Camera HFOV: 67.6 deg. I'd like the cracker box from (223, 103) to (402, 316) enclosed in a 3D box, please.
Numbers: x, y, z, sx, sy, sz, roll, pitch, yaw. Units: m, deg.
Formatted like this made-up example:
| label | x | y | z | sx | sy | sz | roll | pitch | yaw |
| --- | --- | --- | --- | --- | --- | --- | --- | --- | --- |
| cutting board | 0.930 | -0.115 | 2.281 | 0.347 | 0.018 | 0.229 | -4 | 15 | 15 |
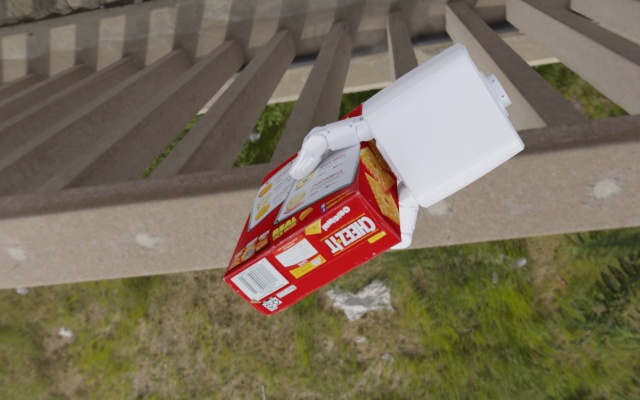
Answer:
| label | x | y | z | sx | sy | sz | roll | pitch | yaw |
| --- | --- | --- | --- | --- | --- | --- | --- | --- | --- |
| cracker box | 0.000 | 0.002 | 0.514 | 0.164 | 0.072 | 0.213 | -34 | 21 | 23 |
